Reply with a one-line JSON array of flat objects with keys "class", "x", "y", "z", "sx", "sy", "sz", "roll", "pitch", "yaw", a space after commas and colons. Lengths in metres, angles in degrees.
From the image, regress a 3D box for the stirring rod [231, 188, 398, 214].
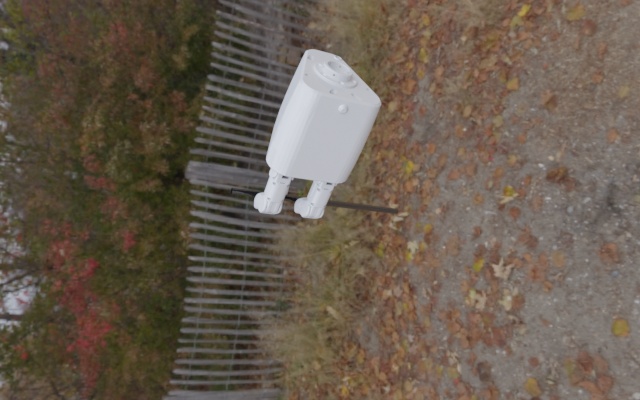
[{"class": "stirring rod", "x": 0.000, "y": 0.002, "z": 0.634, "sx": 0.239, "sy": 0.011, "sz": 0.011, "roll": 7, "pitch": -3, "yaw": -24}]
